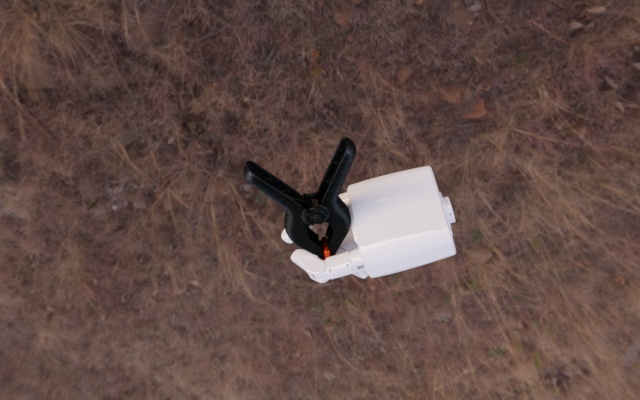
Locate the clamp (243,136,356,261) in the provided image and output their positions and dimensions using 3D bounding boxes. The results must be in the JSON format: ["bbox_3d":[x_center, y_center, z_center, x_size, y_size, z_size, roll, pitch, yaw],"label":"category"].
[{"bbox_3d":[0.000,0.002,0.545,0.120,0.039,0.172,-16,-45,12],"label":"clamp"}]
